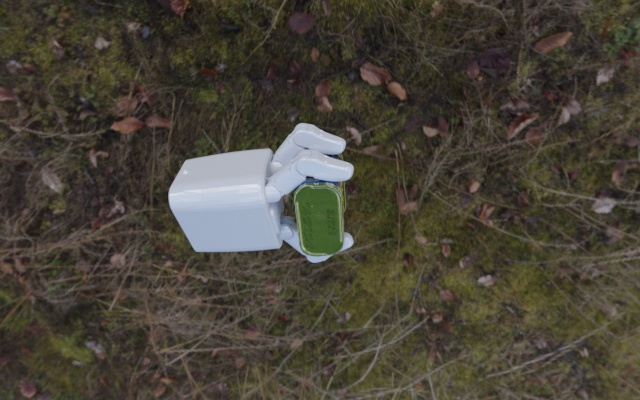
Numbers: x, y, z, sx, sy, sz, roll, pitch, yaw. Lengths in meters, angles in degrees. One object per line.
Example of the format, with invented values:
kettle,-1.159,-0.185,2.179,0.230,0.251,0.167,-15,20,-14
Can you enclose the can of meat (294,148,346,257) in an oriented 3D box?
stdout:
can of meat,0.000,0.002,0.554,0.057,0.102,0.084,-3,33,4
